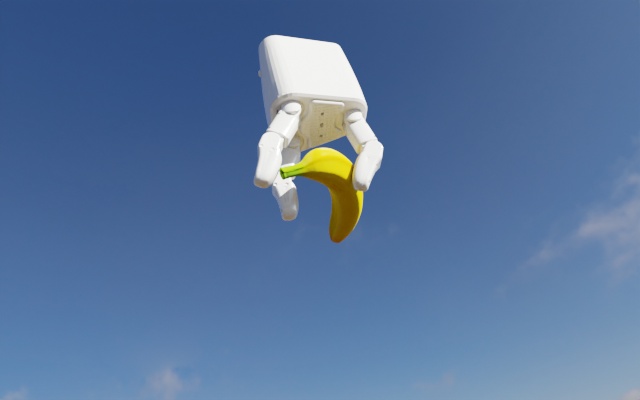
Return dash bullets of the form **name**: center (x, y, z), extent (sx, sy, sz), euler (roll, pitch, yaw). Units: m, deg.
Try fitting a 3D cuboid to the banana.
- **banana**: center (0.016, -0.008, 0.543), extent (0.069, 0.037, 0.198), euler (-25, -32, 6)
